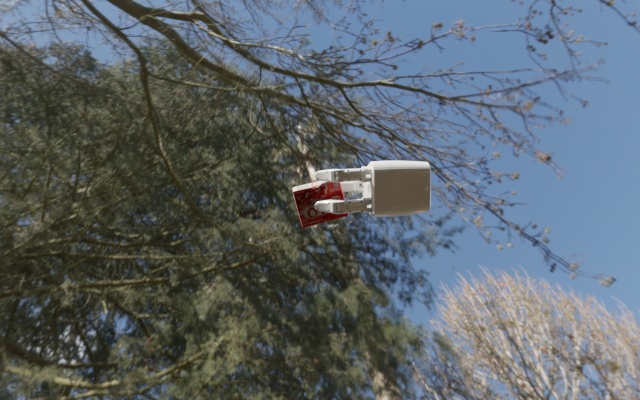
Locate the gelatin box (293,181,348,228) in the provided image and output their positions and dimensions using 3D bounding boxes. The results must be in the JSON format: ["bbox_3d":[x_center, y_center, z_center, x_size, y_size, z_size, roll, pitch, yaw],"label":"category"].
[{"bbox_3d":[0.000,0.003,0.875,0.089,0.073,0.030,-14,19,1],"label":"gelatin box"}]
